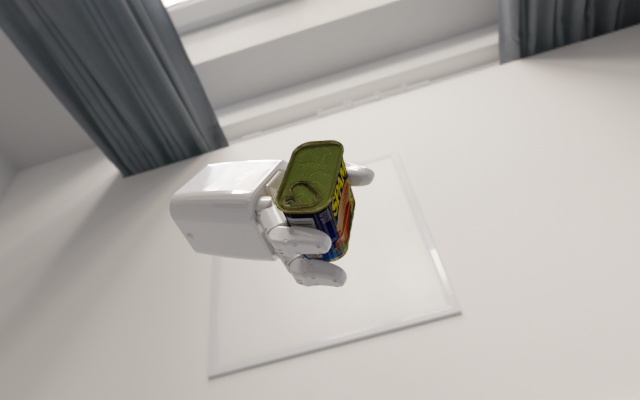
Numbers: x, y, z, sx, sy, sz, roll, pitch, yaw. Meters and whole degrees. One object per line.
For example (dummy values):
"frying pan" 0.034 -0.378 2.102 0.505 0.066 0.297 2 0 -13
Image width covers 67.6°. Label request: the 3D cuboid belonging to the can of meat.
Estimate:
"can of meat" 0.000 0.002 0.499 0.057 0.102 0.084 -2 -44 18
